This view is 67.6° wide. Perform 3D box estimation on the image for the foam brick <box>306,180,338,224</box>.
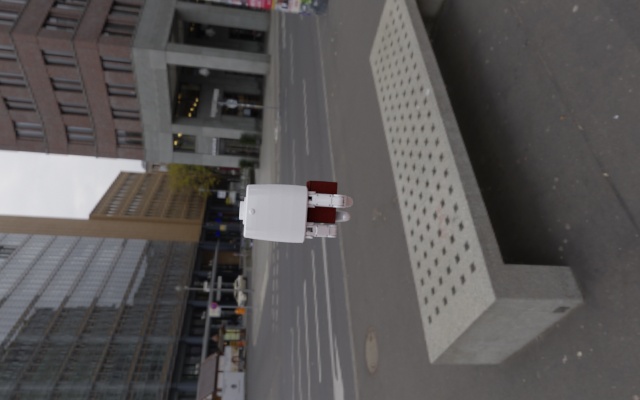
[{"bbox_3d":[0.000,0.003,0.875,0.051,0.078,0.053,4,-1,-8],"label":"foam brick"}]
